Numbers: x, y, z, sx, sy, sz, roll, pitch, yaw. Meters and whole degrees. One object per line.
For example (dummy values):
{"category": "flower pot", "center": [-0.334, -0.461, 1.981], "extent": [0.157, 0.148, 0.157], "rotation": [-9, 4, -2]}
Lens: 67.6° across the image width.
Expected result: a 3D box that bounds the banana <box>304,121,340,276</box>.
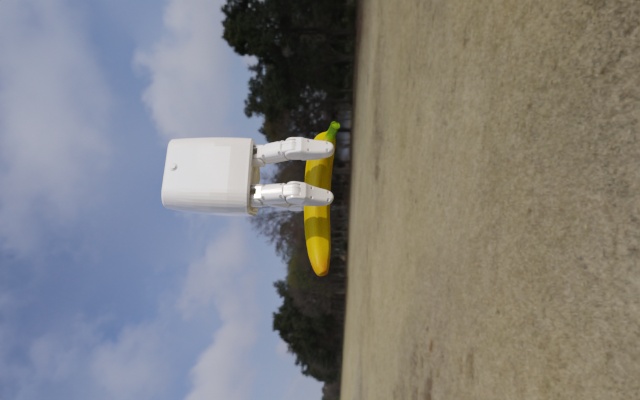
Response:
{"category": "banana", "center": [-0.002, -0.003, 0.632], "extent": [0.037, 0.198, 0.069], "rotation": [2, 4, -8]}
